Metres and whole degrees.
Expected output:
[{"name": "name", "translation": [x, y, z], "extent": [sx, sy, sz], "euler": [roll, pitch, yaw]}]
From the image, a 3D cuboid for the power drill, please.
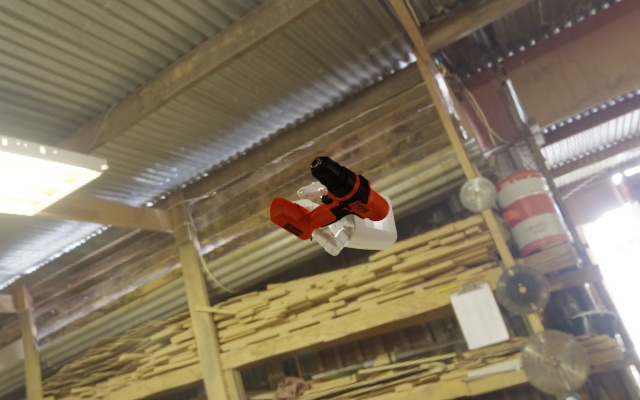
[{"name": "power drill", "translation": [0.000, 0.003, 0.837], "extent": [0.188, 0.057, 0.184], "euler": [-21, -42, 37]}]
